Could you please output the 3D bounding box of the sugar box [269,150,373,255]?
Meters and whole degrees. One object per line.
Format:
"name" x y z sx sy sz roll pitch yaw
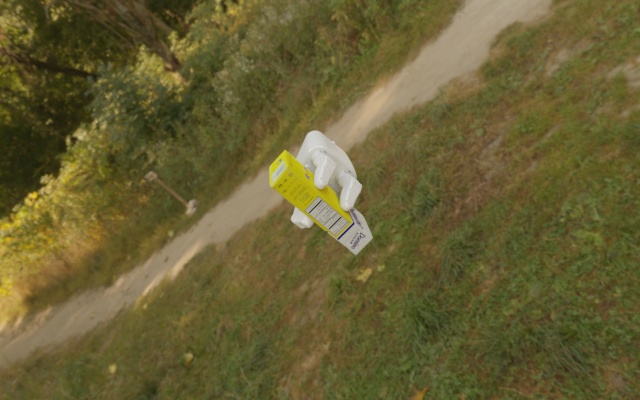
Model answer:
"sugar box" 0.000 0.002 0.742 0.176 0.048 0.093 37 14 -19
